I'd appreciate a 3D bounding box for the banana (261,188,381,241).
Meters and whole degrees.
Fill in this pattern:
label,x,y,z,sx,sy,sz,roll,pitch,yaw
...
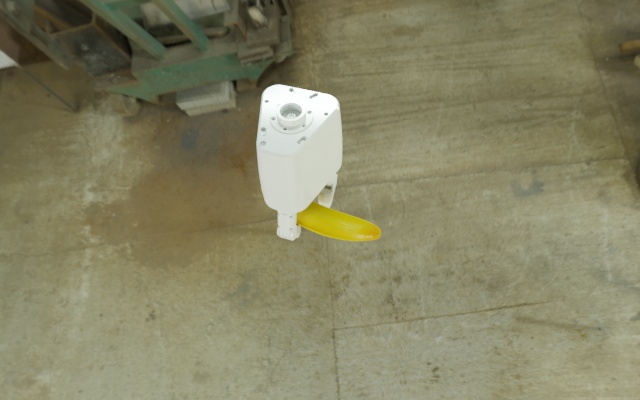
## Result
label,x,y,z,sx,sy,sz,roll,pitch,yaw
banana,-0.014,0.009,0.646,0.197,0.037,0.069,31,45,24
